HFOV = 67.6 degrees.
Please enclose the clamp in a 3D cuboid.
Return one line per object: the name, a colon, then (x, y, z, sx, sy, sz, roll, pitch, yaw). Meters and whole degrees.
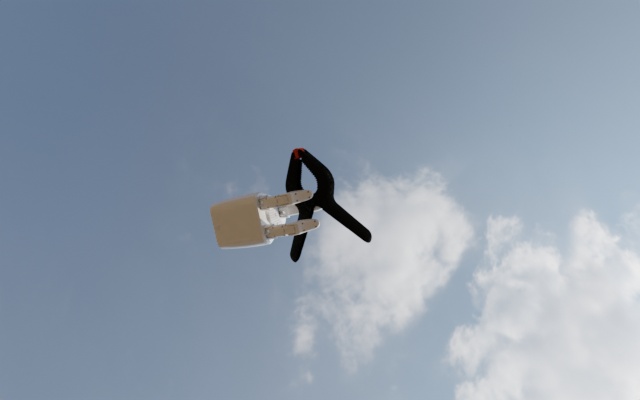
clamp: (0.000, 0.002, 0.877, 0.164, 0.210, 0.036, -10, 5, 20)
